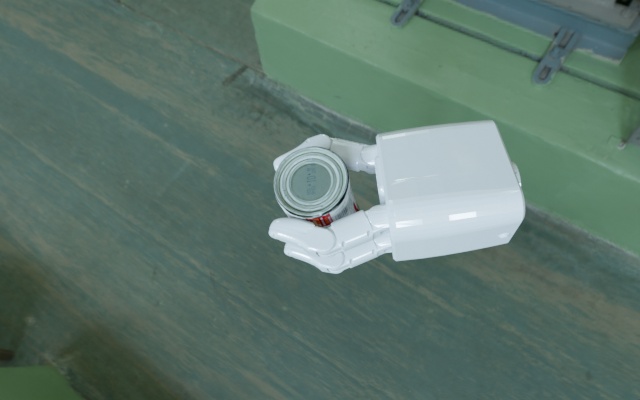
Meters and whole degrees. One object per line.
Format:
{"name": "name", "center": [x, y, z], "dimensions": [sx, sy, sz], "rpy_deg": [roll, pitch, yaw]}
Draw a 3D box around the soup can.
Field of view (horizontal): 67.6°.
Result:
{"name": "soup can", "center": [0.000, 0.001, 0.450], "dimensions": [0.068, 0.068, 0.102], "rpy_deg": [0, -21, 10]}
